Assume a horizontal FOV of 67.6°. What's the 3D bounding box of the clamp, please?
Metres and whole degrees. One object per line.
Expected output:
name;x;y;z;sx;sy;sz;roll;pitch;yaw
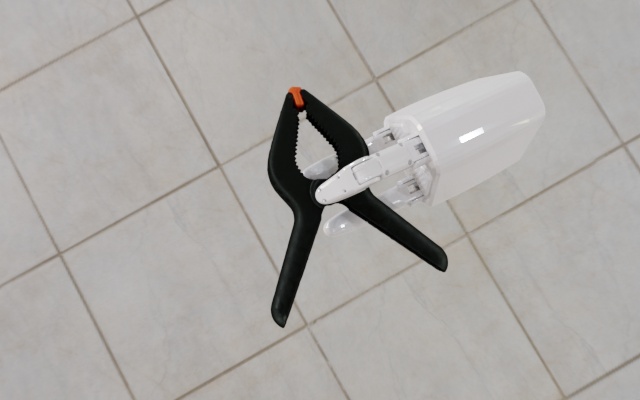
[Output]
clamp;0.000;0.001;0.433;0.164;0.210;0.036;-25;-5;-6
